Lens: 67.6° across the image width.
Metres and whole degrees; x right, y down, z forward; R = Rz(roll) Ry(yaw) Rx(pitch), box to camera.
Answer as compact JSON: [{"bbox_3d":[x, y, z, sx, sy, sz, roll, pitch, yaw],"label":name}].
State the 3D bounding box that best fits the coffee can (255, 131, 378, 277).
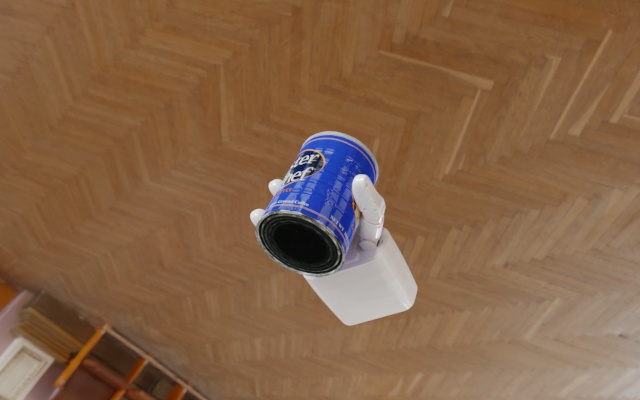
[{"bbox_3d":[0.000,0.002,0.555,0.103,0.103,0.140,0,43,27],"label":"coffee can"}]
